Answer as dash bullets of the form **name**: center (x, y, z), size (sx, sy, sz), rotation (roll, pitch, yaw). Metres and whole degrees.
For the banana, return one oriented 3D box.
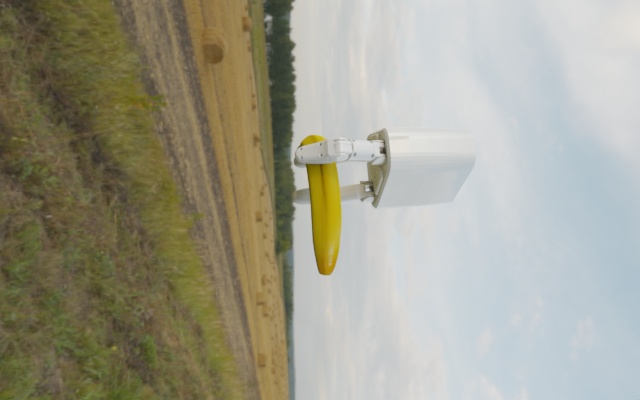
- **banana**: center (0.002, -0.012, 0.560), size (0.037, 0.197, 0.070), rotation (-2, -37, -9)
